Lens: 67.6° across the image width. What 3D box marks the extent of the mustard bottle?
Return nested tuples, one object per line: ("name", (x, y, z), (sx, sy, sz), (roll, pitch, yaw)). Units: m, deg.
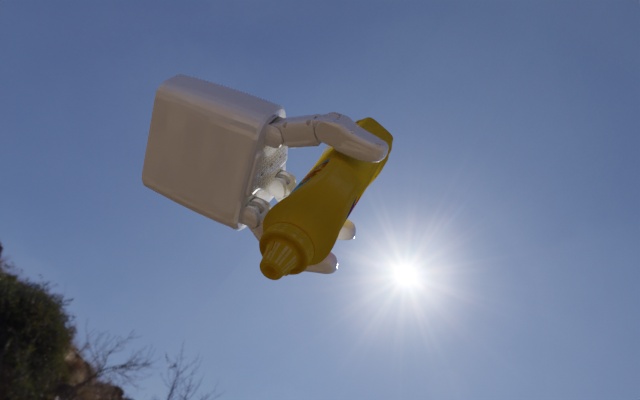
("mustard bottle", (0.000, 0.001, 0.410), (0.096, 0.058, 0.191), (-46, 4, 39))
